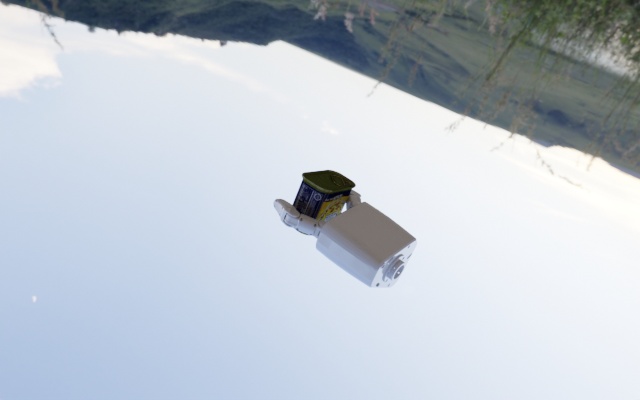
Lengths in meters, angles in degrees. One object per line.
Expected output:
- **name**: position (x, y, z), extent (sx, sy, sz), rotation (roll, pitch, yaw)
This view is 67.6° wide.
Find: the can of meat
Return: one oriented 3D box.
- **can of meat**: position (0.000, 0.003, 0.760), extent (0.057, 0.084, 0.102), rotation (34, 24, 25)
